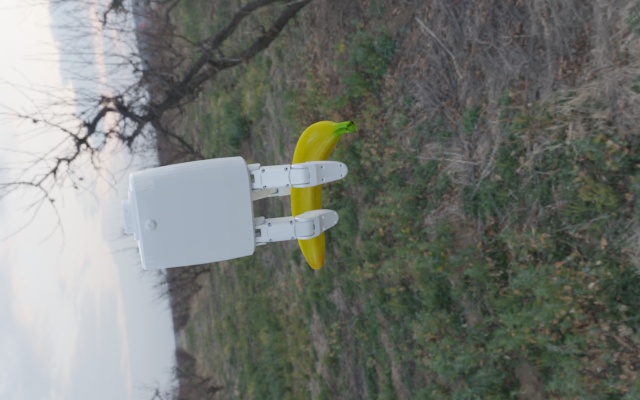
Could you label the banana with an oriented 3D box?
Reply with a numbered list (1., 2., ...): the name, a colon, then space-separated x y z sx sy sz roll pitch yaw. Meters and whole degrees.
1. banana: -0.008 -0.011 0.543 0.037 0.198 0.069 -12 40 -28
